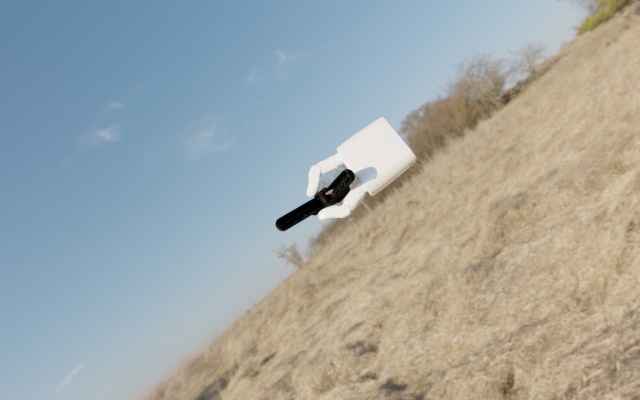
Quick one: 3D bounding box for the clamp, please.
[{"bbox_3d":[0.000,0.002,0.899,0.164,0.036,0.210,-35,-6,5],"label":"clamp"}]
